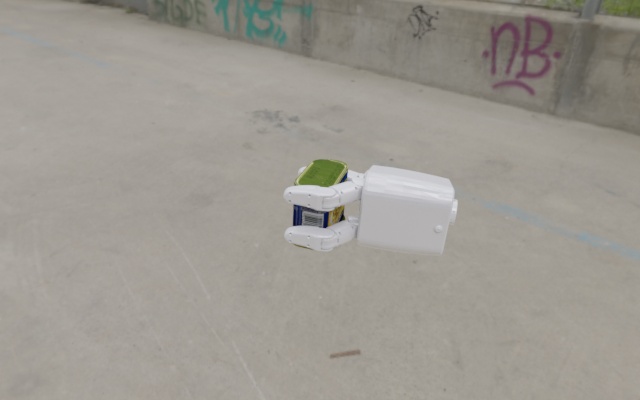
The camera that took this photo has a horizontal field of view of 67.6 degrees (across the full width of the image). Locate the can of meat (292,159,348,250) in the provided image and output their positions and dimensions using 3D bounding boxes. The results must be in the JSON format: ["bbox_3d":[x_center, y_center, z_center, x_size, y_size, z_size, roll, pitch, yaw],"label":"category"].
[{"bbox_3d":[0.000,0.002,0.620,0.057,0.084,0.102,12,30,13],"label":"can of meat"}]
